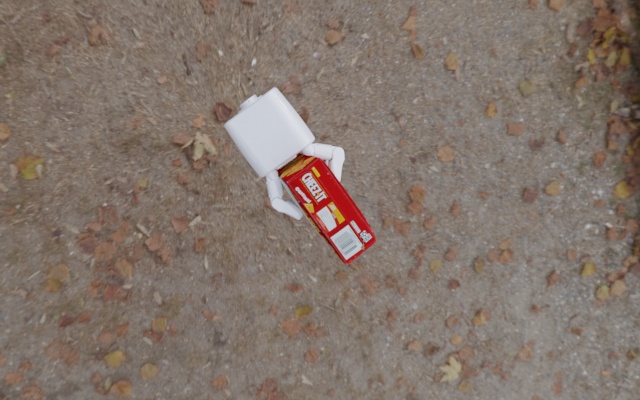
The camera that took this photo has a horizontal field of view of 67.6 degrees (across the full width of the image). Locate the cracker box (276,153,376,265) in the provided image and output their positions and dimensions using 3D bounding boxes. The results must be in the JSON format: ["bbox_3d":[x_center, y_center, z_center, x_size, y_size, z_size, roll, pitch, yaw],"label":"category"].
[{"bbox_3d":[0.000,0.003,0.819,0.072,0.164,0.213,-37,13,-4],"label":"cracker box"}]
